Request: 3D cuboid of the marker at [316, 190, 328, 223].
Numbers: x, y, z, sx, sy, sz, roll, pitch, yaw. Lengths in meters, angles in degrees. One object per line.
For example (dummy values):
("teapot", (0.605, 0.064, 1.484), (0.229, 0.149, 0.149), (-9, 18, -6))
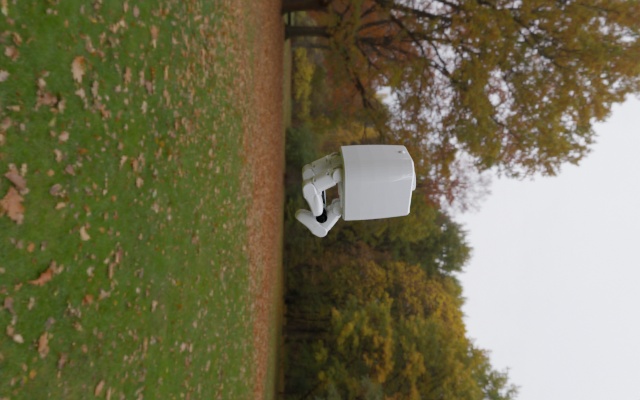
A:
("marker", (0.000, 0.003, 0.796), (0.020, 0.020, 0.121), (0, 27, -2))
